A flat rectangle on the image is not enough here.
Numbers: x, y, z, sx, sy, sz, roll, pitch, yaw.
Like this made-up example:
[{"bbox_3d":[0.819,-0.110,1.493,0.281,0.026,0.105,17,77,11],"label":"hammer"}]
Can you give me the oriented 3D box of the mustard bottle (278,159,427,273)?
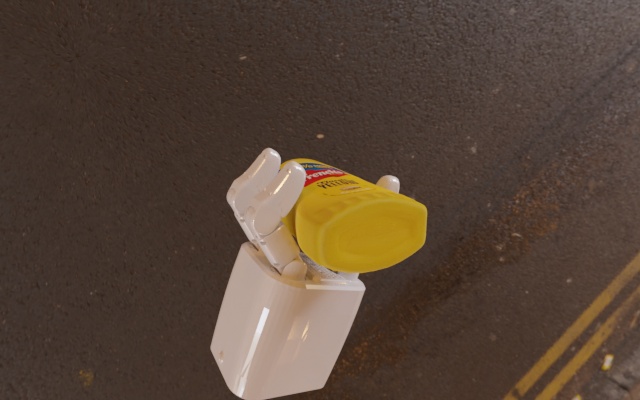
[{"bbox_3d":[0.000,0.001,0.423,0.096,0.058,0.191,-10,19,-24],"label":"mustard bottle"}]
